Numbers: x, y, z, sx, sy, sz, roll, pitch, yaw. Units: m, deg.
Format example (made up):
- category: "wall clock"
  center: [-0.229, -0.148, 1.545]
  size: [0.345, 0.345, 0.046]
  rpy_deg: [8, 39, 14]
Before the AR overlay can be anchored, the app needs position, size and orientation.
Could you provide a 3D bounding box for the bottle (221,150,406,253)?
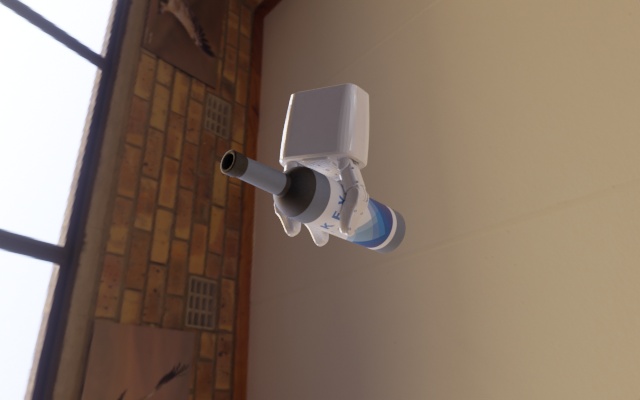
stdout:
- category: "bottle"
  center: [0.000, 0.002, 0.608]
  size: [0.069, 0.069, 0.296]
  rpy_deg: [0, -17, 44]
